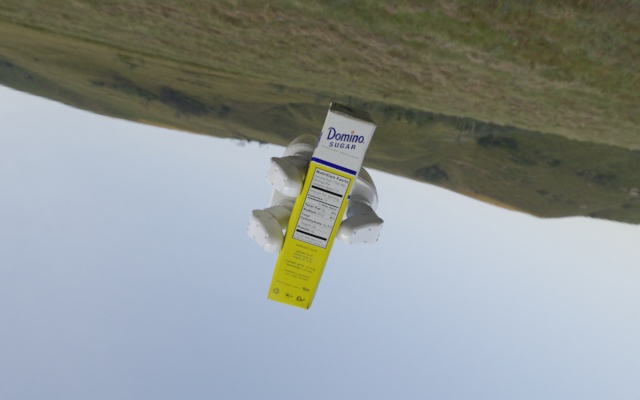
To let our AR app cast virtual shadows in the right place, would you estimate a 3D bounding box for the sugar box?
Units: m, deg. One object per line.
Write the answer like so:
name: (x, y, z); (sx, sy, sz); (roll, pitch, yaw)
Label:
sugar box: (0.000, 0.001, 0.440); (0.048, 0.176, 0.093); (16, 16, -2)
